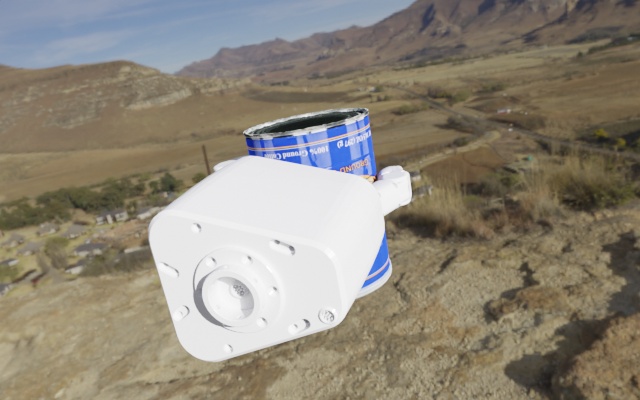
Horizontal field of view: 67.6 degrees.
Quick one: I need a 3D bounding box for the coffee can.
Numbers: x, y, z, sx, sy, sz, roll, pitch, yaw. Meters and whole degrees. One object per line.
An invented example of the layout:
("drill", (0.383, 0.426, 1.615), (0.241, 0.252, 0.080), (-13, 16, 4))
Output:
("coffee can", (0.000, 0.001, 0.404), (0.103, 0.140, 0.102), (-10, 16, 3))
